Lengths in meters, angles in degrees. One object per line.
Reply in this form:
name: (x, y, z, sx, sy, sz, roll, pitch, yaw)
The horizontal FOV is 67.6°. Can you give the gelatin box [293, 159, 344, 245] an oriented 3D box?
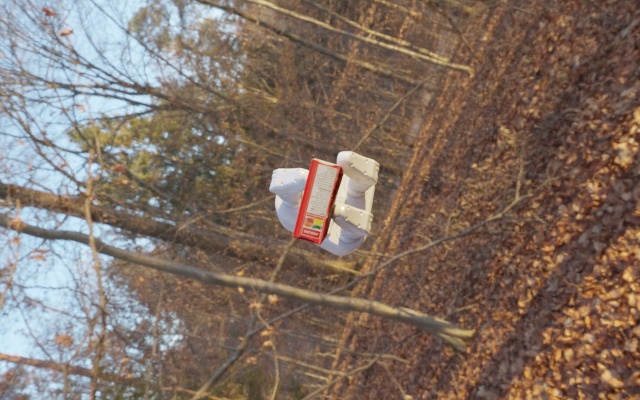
gelatin box: (0.000, 0.001, 0.464, 0.030, 0.073, 0.089, 15, 1, 4)
